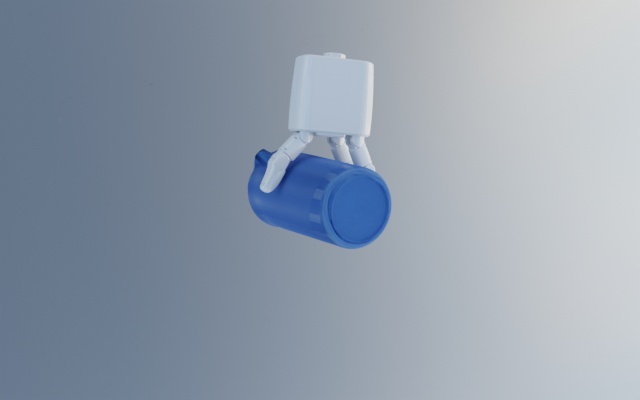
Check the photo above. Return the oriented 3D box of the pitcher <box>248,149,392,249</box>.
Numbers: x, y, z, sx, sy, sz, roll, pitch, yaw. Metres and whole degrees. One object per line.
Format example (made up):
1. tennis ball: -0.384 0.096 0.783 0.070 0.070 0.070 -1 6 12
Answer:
1. pitcher: 0.000 0.002 0.713 0.149 0.145 0.243 3 7 -29
